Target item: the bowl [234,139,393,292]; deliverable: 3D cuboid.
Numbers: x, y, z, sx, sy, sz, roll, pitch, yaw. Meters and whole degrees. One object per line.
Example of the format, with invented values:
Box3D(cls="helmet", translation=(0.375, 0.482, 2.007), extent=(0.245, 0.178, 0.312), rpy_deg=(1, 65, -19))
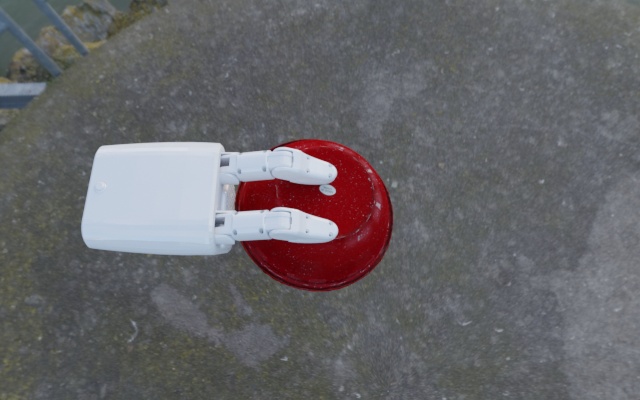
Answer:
Box3D(cls="bowl", translation=(0.001, 0.001, 0.454), extent=(0.162, 0.162, 0.055), rpy_deg=(0, -21, -12))
